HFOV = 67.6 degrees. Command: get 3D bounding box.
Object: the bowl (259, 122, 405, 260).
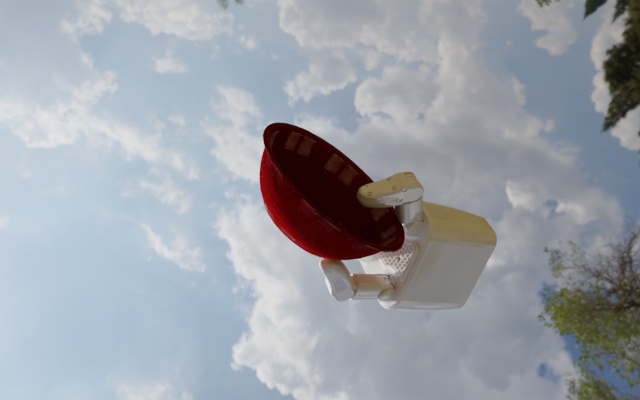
[{"bbox_3d":[-0.001,0.001,0.441,0.055,0.162,0.162,-48,-23,22],"label":"bowl"}]
